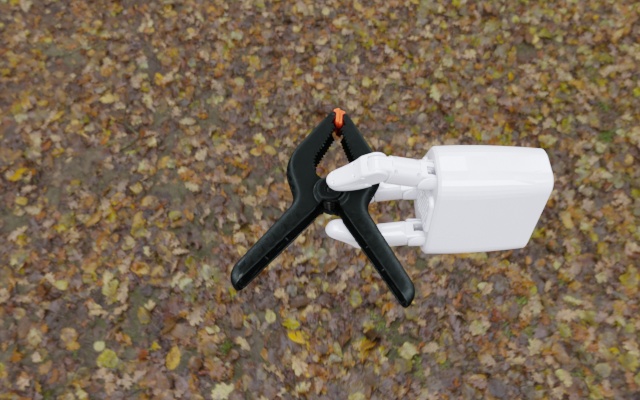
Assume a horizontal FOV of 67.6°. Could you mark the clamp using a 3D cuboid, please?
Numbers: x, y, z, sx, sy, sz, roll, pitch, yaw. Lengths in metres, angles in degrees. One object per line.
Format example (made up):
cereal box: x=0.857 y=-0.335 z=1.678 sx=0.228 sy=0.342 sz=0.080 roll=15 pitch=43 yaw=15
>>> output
clamp: x=0.000 y=0.001 z=0.466 sx=0.164 sy=0.209 sz=0.036 roll=0 pitch=-28 yaw=-2
